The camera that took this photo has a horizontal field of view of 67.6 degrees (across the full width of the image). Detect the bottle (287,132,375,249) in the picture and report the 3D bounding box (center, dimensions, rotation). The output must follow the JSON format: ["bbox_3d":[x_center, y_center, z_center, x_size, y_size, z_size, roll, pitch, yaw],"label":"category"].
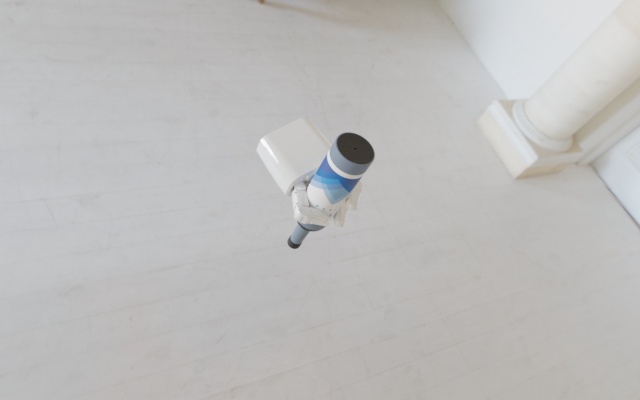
[{"bbox_3d":[0.000,0.003,0.835,0.069,0.069,0.296,0,-34,-26],"label":"bottle"}]
